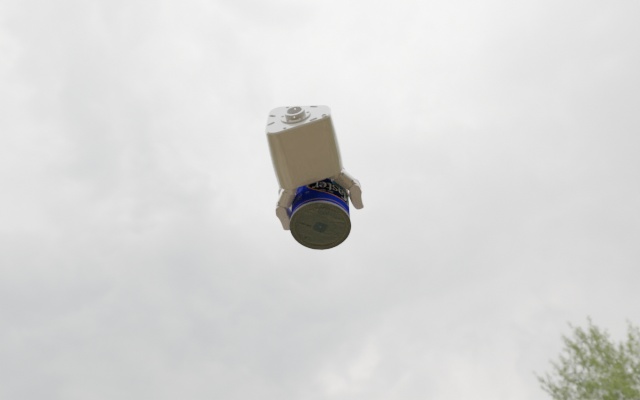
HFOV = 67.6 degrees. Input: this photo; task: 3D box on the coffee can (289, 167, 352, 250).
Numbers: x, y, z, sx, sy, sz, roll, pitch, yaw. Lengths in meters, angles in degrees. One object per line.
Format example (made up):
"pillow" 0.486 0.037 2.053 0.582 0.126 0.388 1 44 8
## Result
"coffee can" 0.000 0.003 0.841 0.103 0.103 0.140 0 37 0
